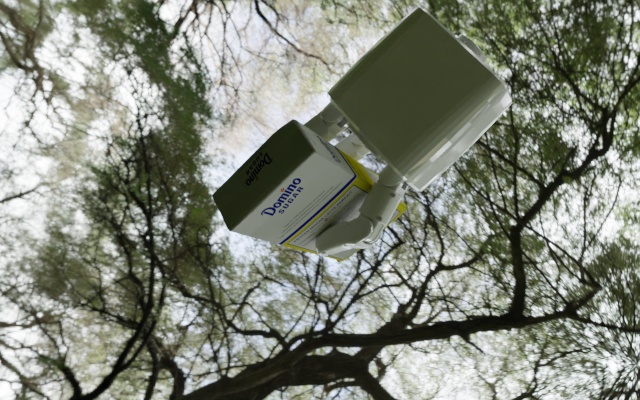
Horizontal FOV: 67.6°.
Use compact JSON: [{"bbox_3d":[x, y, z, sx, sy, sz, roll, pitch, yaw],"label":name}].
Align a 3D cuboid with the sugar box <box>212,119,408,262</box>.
[{"bbox_3d":[0.000,0.001,0.423,0.093,0.048,0.176,-42,-34,15],"label":"sugar box"}]
